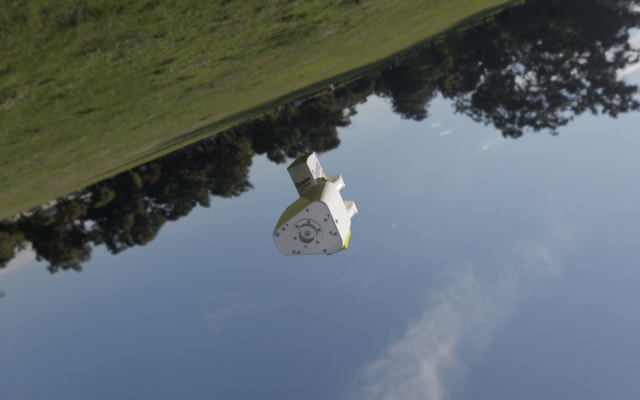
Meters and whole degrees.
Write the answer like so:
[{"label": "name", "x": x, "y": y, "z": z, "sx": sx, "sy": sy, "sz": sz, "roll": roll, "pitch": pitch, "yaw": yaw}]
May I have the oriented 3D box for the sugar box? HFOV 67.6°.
[{"label": "sugar box", "x": 0.001, "y": 0.003, "z": 0.882, "sx": 0.048, "sy": 0.176, "sz": 0.093, "roll": -20, "pitch": 13, "yaw": 13}]
